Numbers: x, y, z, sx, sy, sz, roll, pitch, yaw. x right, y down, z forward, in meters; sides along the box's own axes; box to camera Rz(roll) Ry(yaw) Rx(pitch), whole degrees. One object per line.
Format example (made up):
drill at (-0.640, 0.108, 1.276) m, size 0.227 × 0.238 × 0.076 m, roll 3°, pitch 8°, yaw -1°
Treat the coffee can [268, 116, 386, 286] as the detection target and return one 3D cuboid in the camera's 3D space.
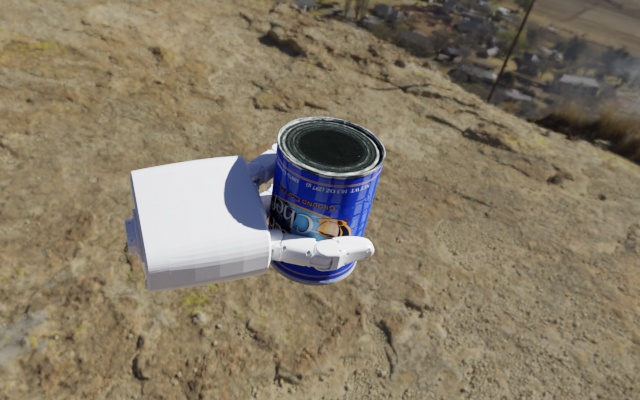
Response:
coffee can at (0.000, 0.002, 0.484) m, size 0.103 × 0.140 × 0.102 m, roll 7°, pitch 38°, yaw -5°
